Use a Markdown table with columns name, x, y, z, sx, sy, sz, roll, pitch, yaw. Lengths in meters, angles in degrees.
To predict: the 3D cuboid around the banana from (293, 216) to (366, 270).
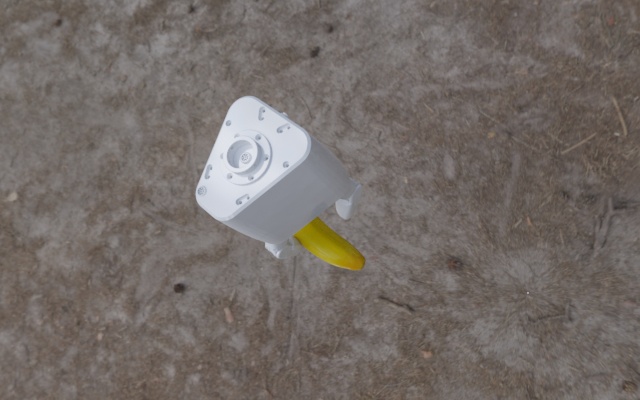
| name | x | y | z | sx | sy | sz | roll | pitch | yaw |
| --- | --- | --- | --- | --- | --- | --- | --- | --- | --- |
| banana | -0.018 | 0.008 | 0.579 | 0.069 | 0.197 | 0.037 | -29 | -23 | 5 |
